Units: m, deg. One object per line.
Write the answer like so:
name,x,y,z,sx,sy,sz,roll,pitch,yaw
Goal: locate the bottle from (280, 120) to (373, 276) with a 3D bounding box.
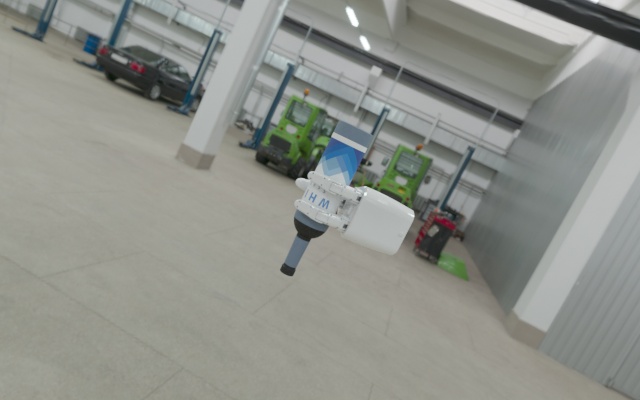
bottle,0.000,0.003,0.863,0.069,0.296,0.069,25,8,-4
